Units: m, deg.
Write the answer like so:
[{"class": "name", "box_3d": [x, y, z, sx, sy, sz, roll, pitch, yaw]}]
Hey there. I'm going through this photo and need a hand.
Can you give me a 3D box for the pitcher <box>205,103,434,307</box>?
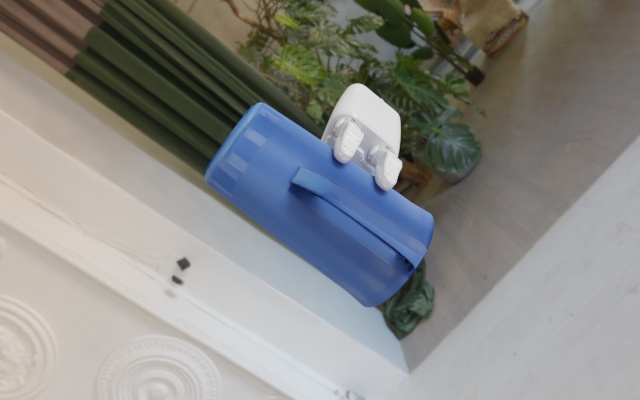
[{"class": "pitcher", "box_3d": [0.000, 0.002, 0.530, 0.243, 0.149, 0.145, 36, 37, -11]}]
